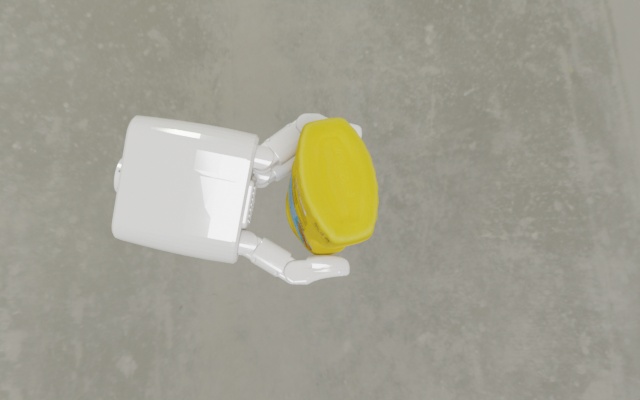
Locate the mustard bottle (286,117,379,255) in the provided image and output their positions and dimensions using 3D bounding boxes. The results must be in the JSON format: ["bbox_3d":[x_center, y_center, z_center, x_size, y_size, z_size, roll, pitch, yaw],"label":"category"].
[{"bbox_3d":[0.000,0.001,0.435,0.058,0.096,0.192,-14,-9,-11],"label":"mustard bottle"}]
